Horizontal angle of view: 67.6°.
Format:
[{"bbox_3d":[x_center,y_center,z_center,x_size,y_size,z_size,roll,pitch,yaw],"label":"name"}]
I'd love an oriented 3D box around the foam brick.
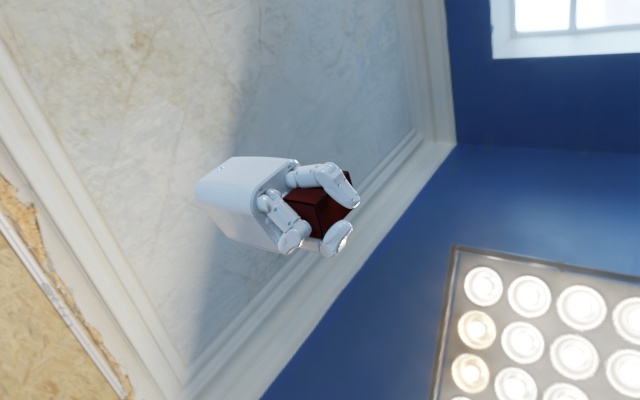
[{"bbox_3d":[0.000,0.002,0.585,0.051,0.053,0.078,9,37,36],"label":"foam brick"}]
